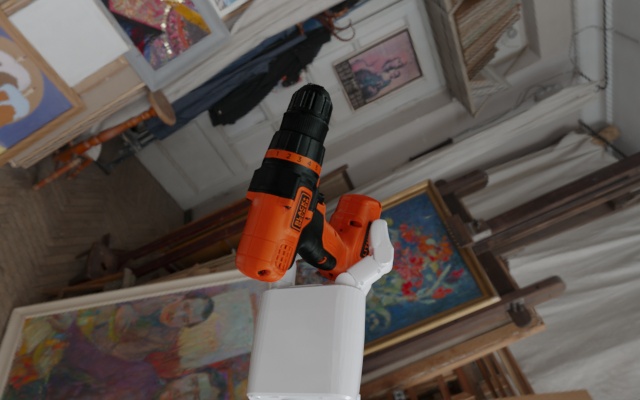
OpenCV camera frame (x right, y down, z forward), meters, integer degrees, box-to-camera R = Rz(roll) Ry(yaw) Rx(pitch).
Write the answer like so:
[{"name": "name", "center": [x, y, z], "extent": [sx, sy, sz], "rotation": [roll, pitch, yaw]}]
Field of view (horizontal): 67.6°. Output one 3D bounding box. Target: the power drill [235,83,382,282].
[{"name": "power drill", "center": [0.000, 0.002, 0.483], "extent": [0.057, 0.184, 0.188], "rotation": [12, -12, 32]}]
